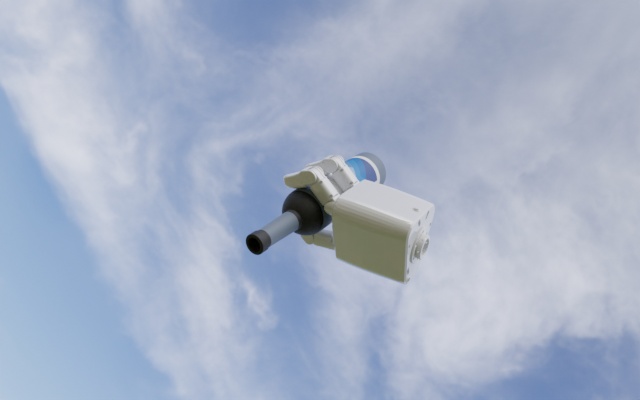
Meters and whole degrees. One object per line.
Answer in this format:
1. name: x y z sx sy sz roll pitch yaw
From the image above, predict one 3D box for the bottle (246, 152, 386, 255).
1. bottle: 0.000 0.002 0.680 0.069 0.069 0.295 0 20 35
